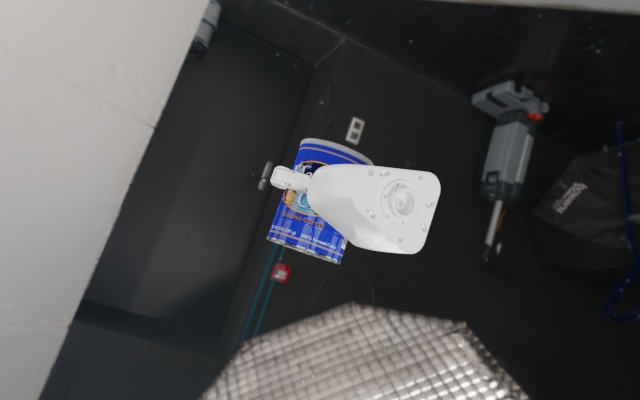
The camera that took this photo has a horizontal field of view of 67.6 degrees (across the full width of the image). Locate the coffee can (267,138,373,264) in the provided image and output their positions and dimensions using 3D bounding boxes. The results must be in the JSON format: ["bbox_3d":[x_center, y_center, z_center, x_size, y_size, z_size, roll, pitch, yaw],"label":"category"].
[{"bbox_3d":[0.000,0.002,0.636,0.103,0.140,0.103,19,-8,3],"label":"coffee can"}]
